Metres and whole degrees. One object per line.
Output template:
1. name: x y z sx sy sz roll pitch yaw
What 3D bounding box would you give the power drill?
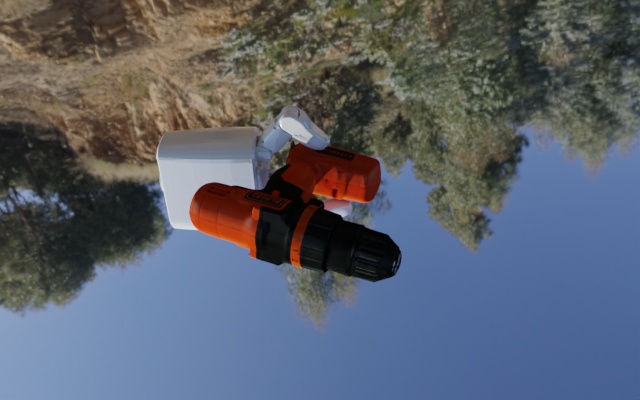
1. power drill: 0.000 0.001 0.454 0.184 0.057 0.187 17 24 15
